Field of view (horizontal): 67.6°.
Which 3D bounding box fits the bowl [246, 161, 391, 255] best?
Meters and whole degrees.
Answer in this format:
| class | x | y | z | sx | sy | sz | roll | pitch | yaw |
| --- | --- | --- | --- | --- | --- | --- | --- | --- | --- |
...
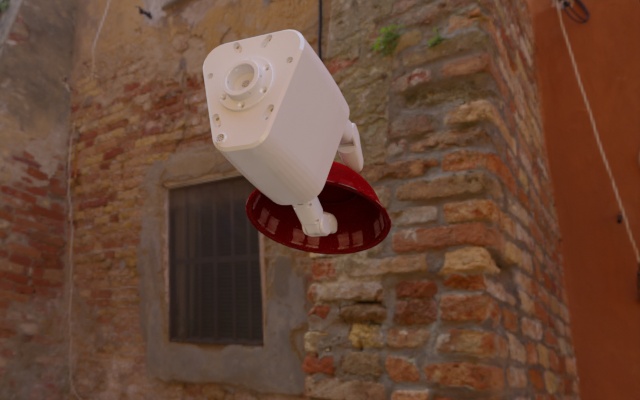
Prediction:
| class | x | y | z | sx | sy | sz | roll | pitch | yaw |
| --- | --- | --- | --- | --- | --- | --- | --- | --- | --- |
| bowl | 0.000 | 0.002 | 0.544 | 0.162 | 0.055 | 0.162 | 6 | -33 | 4 |
